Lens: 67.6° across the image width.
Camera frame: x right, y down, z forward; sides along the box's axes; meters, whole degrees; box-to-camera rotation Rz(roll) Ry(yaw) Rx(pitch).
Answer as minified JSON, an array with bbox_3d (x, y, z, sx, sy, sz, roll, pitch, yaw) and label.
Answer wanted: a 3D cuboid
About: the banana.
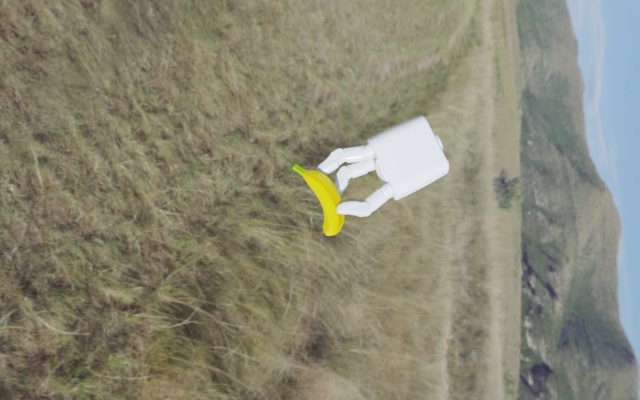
[{"bbox_3d":[0.012,0.007,0.867,0.069,0.198,0.037,28,63,39],"label":"banana"}]
